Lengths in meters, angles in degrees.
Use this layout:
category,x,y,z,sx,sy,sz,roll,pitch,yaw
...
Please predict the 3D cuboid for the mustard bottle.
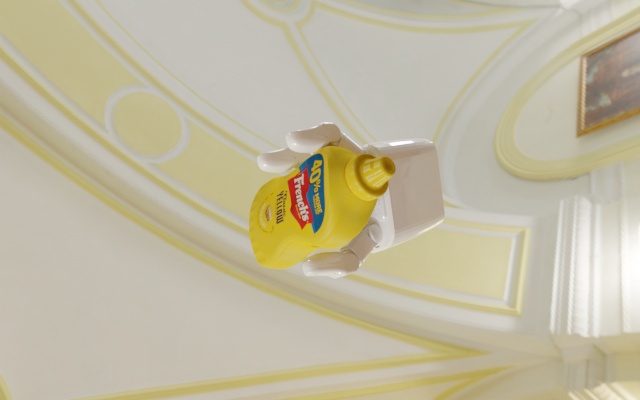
category,x,y,z,sx,sy,sz,roll,pitch,yaw
mustard bottle,0.000,0.002,0.464,0.058,0.096,0.192,16,-28,-34
